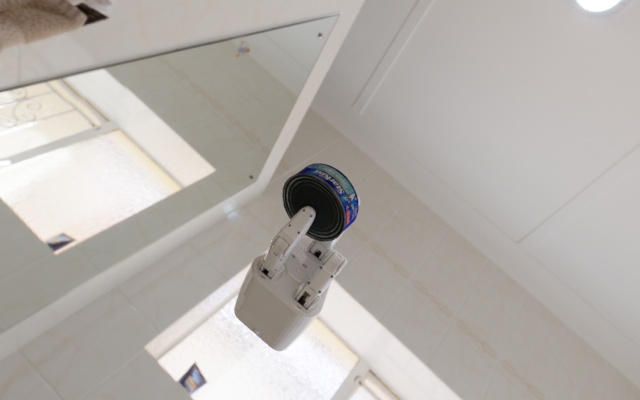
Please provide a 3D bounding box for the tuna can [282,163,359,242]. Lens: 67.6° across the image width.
[{"bbox_3d":[0.000,0.001,0.541,0.086,0.086,0.033,0,28,40],"label":"tuna can"}]
